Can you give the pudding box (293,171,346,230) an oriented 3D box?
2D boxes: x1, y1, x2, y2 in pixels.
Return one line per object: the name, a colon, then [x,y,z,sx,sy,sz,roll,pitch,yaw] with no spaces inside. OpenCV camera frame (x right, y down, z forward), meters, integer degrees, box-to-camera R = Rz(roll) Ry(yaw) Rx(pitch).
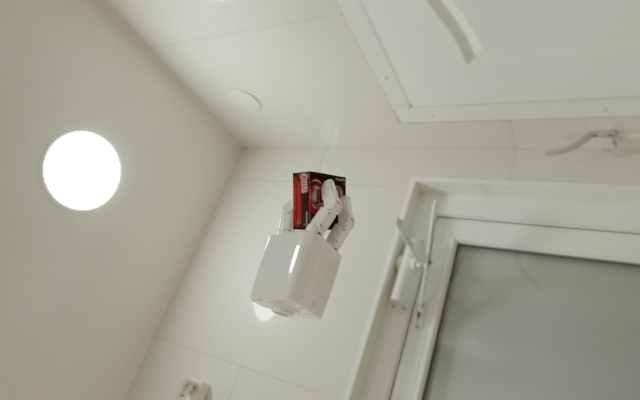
pudding box: [0.000,0.003,0.768,0.039,0.090,0.113,-1,-3,31]
